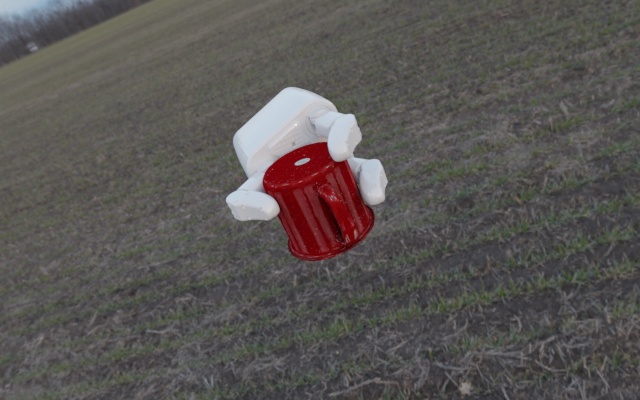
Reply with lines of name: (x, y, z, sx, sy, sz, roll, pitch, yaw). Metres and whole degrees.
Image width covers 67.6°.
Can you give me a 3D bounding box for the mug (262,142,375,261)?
mug: (0.000, 0.002, 0.446, 0.093, 0.081, 0.117, -29, 28, -8)
